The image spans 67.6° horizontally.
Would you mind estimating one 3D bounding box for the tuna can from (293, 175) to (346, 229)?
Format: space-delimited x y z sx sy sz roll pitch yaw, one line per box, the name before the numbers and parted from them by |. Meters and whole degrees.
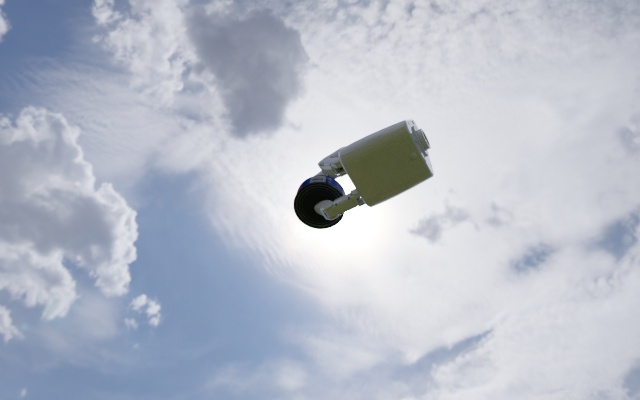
tuna can | 0.000 0.002 0.782 0.086 0.086 0.033 0 27 6
